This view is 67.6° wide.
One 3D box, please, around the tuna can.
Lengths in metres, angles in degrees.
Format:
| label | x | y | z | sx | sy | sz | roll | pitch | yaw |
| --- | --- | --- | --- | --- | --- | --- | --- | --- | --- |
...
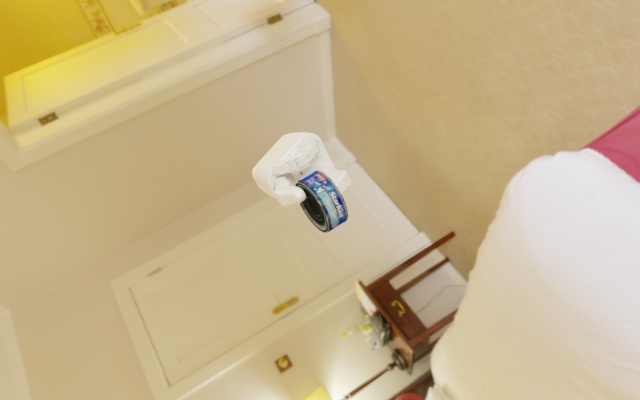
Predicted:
| label | x | y | z | sx | sy | sz | roll | pitch | yaw |
| --- | --- | --- | --- | --- | --- | --- | --- | --- | --- |
| tuna can | 0.000 | 0.003 | 0.676 | 0.033 | 0.086 | 0.086 | -31 | 11 | -19 |
